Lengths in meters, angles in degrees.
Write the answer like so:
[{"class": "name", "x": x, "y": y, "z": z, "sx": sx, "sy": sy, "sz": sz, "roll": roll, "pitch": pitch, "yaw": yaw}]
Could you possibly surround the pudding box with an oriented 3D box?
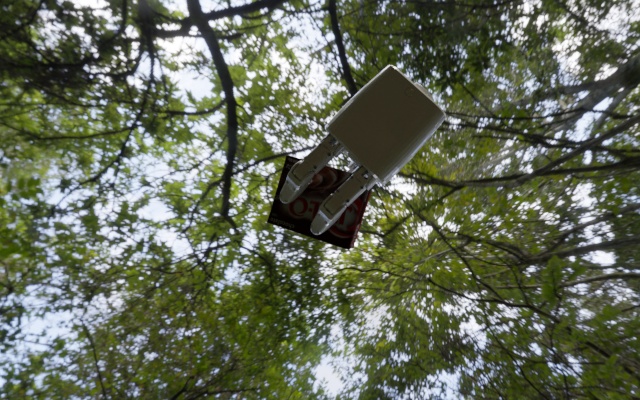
[{"class": "pudding box", "x": 0.000, "y": 0.002, "z": 0.597, "sx": 0.113, "sy": 0.090, "sz": 0.039, "roll": 17, "pitch": 2, "yaw": 16}]
